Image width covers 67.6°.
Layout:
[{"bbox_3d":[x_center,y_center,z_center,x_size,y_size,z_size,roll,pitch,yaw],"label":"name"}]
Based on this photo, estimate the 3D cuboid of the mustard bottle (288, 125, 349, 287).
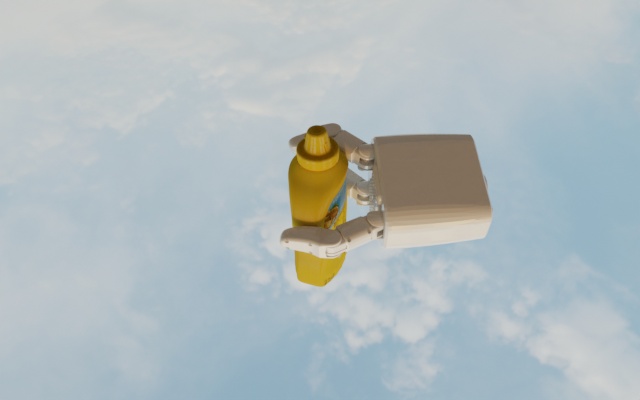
[{"bbox_3d":[0.000,0.002,0.506,0.058,0.096,0.192,14,-41,14],"label":"mustard bottle"}]
